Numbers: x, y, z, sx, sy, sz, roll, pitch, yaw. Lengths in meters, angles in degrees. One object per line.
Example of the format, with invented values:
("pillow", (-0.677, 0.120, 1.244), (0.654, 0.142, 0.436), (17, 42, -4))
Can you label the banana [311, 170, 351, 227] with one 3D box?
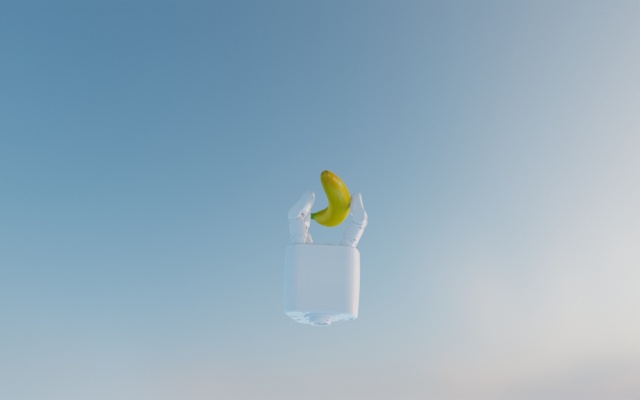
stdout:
("banana", (0.018, 0.007, 0.810), (0.069, 0.037, 0.198), (10, -25, -7))
